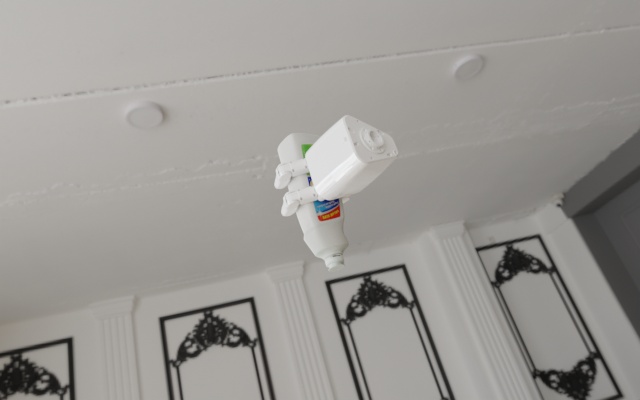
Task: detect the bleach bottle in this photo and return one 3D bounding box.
[{"bbox_3d":[0.000,0.003,0.835,0.102,0.250,0.068,5,-33,-38],"label":"bleach bottle"}]
